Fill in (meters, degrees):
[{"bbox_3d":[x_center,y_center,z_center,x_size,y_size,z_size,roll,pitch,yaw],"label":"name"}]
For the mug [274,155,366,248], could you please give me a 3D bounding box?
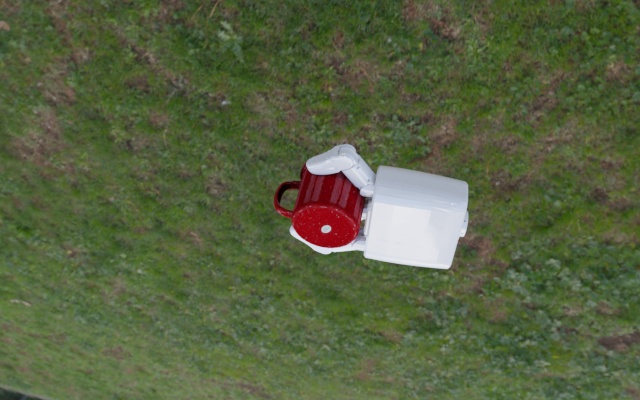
[{"bbox_3d":[-0.001,0.002,0.583,0.117,0.081,0.093,8,-42,7],"label":"mug"}]
